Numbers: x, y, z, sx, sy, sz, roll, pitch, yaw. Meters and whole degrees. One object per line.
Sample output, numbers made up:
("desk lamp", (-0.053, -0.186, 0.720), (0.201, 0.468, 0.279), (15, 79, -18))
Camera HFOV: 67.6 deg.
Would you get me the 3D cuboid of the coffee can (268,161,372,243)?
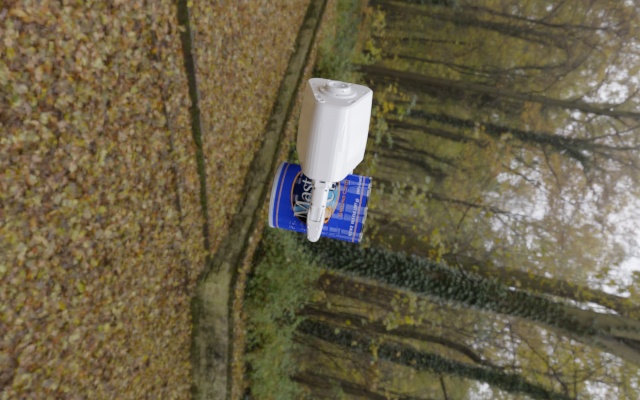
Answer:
("coffee can", (0.000, 0.003, 0.727), (0.140, 0.103, 0.103), (11, 1, 3))
